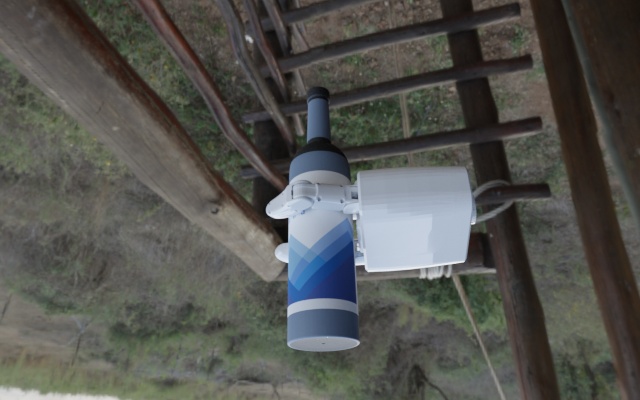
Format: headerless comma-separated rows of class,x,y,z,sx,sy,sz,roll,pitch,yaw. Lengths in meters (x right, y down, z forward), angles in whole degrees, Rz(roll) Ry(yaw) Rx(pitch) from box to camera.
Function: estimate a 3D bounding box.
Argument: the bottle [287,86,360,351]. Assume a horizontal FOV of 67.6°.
bottle,0.000,0.002,0.504,0.069,0.295,0.069,-1,-28,-1
